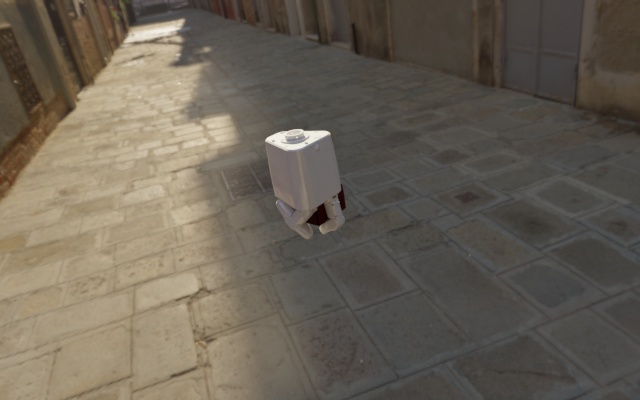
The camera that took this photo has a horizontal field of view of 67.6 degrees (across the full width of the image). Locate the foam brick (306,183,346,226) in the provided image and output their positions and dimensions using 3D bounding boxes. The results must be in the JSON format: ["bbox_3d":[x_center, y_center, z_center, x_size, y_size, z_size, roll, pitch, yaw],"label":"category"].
[{"bbox_3d":[0.000,0.003,0.859,0.053,0.051,0.078,13,33,41],"label":"foam brick"}]
